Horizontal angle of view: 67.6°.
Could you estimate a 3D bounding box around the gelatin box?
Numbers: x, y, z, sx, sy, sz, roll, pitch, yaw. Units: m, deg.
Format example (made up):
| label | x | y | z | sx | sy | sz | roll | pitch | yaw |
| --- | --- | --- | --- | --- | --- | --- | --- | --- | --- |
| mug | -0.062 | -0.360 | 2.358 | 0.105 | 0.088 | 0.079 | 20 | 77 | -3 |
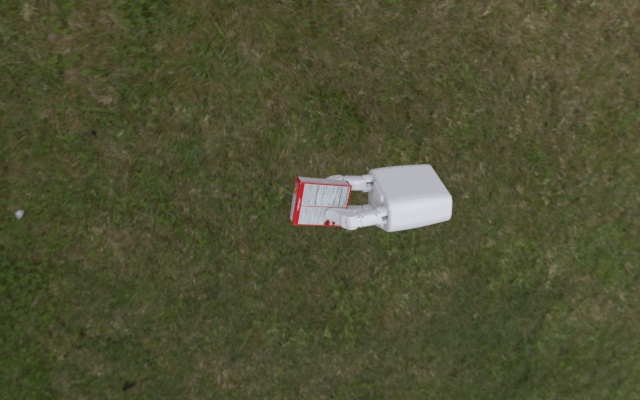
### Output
| label | x | y | z | sx | sy | sz | roll | pitch | yaw |
| --- | --- | --- | --- | --- | --- | --- | --- | --- | --- |
| gelatin box | 0.000 | 0.003 | 0.764 | 0.089 | 0.073 | 0.030 | 3 | 22 | -19 |
